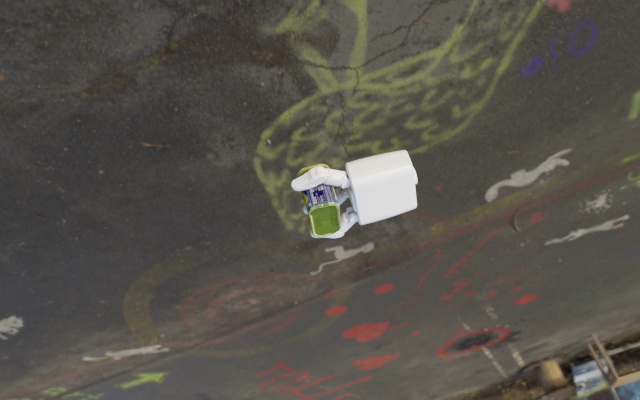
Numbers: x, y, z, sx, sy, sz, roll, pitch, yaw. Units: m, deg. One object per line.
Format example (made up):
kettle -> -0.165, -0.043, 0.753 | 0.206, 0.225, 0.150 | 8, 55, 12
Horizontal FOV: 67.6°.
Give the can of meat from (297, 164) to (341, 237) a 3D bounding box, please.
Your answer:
can of meat -> 0.000, 0.003, 0.820 | 0.057, 0.084, 0.102 | -14, -34, -3
